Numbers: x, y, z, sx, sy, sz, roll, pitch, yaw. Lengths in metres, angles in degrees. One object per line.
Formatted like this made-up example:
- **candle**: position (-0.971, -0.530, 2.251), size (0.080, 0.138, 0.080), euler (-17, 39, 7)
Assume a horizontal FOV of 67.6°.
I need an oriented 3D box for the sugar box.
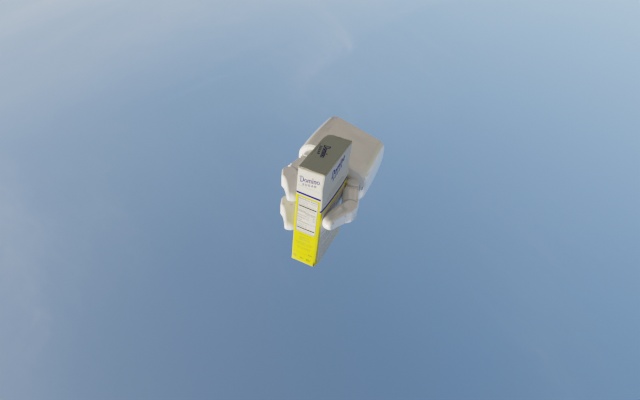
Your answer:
- **sugar box**: position (0.000, 0.002, 0.685), size (0.048, 0.176, 0.093), euler (19, 42, 17)
